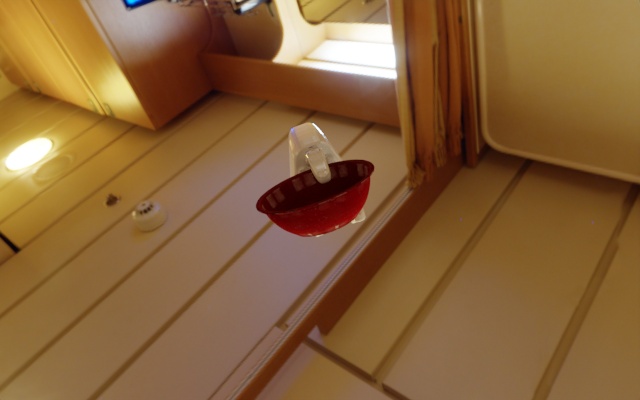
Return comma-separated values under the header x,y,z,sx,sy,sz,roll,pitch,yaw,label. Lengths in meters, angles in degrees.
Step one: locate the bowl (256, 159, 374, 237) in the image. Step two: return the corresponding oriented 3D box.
x,y,z,sx,sy,sz,roll,pitch,yaw,label
0.000,0.003,0.625,0.162,0.055,0.162,-18,18,6,bowl
